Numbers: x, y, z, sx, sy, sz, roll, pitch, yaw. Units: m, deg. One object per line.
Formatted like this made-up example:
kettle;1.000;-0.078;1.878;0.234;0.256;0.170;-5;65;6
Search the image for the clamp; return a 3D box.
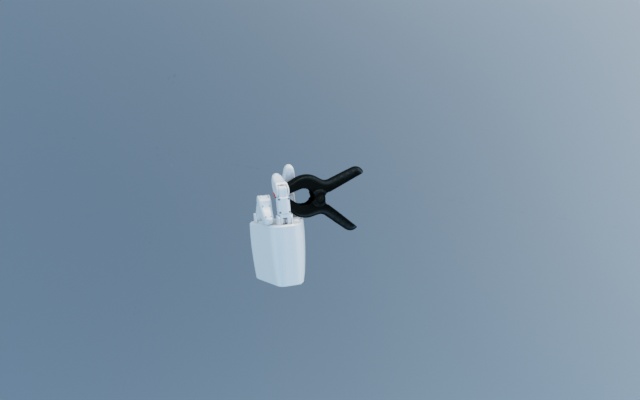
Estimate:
clamp;0.000;0.003;0.874;0.171;0.120;0.039;-6;5;-17
